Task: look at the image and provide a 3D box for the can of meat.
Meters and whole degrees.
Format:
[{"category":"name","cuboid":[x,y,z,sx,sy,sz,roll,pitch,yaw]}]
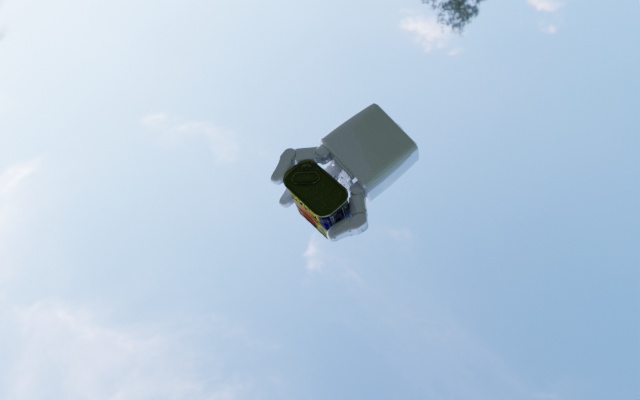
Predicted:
[{"category":"can of meat","cuboid":[0.000,0.003,0.699,0.102,0.057,0.084,42,-15,31]}]
